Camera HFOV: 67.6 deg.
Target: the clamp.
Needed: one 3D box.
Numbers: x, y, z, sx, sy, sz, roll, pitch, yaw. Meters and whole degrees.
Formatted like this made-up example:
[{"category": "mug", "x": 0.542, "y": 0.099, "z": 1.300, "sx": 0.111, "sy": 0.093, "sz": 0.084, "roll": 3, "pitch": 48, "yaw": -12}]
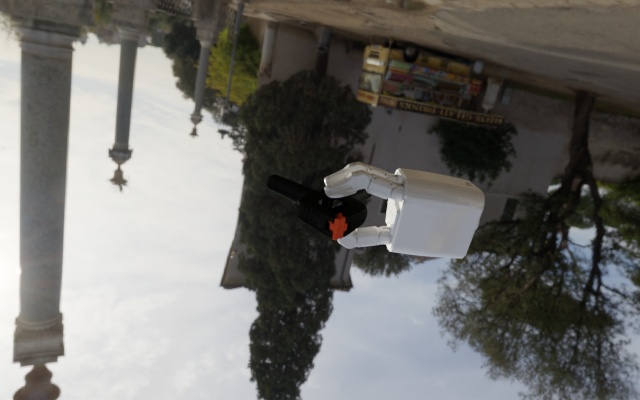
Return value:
[{"category": "clamp", "x": 0.000, "y": 0.003, "z": 0.654, "sx": 0.164, "sy": 0.036, "sz": 0.210, "roll": 5, "pitch": 16, "yaw": -1}]
